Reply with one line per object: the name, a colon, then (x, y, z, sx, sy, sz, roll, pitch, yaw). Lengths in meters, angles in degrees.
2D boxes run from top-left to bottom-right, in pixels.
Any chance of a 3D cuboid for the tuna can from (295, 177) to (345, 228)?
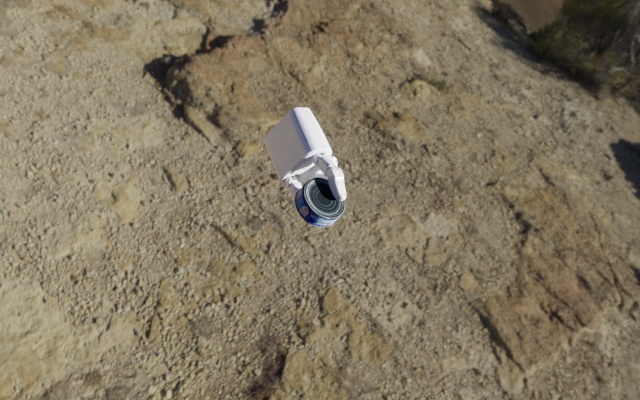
tuna can: (0.000, 0.003, 0.836, 0.086, 0.086, 0.034, 0, -29, -34)
